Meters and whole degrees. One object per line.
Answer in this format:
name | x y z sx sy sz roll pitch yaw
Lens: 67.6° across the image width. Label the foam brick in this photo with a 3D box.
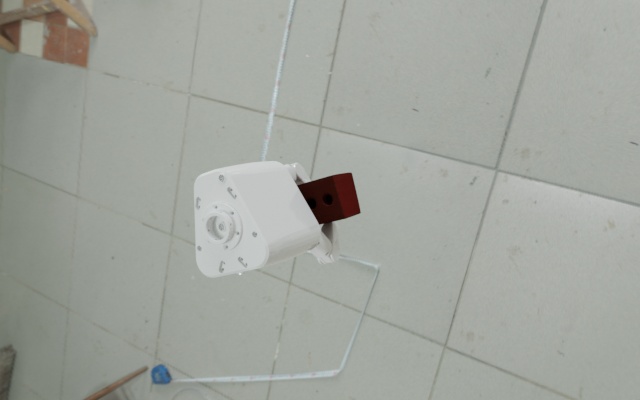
foam brick | 0.000 0.002 0.573 0.078 0.053 0.051 -16 -1 27
